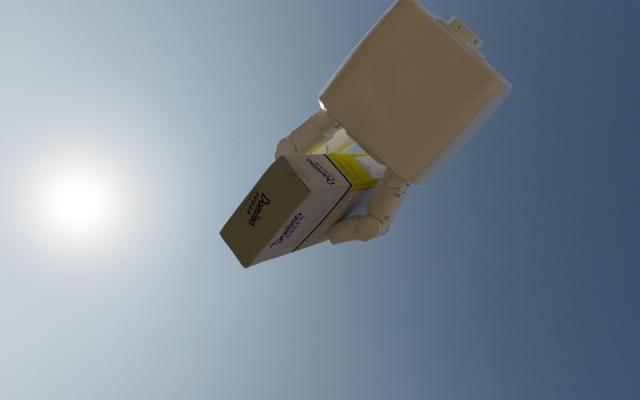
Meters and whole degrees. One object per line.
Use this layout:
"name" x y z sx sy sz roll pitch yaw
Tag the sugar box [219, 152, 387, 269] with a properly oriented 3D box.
"sugar box" 0.000 0.001 0.435 0.093 0.048 0.176 -49 -21 26
